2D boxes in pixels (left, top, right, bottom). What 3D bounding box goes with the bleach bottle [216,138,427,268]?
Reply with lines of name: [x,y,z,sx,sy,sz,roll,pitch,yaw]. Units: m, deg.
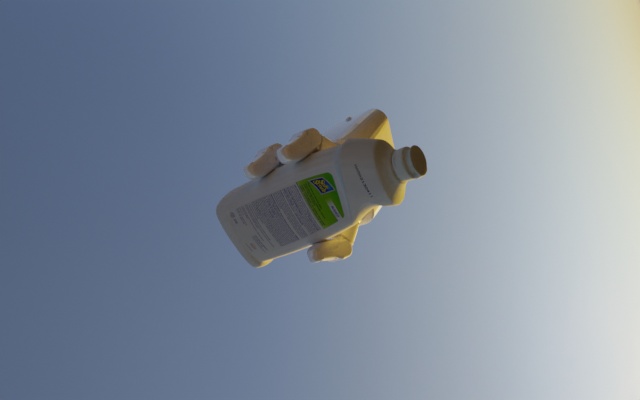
bleach bottle: [0.000,0.002,0.506,0.251,0.102,0.068,-18,22,39]
